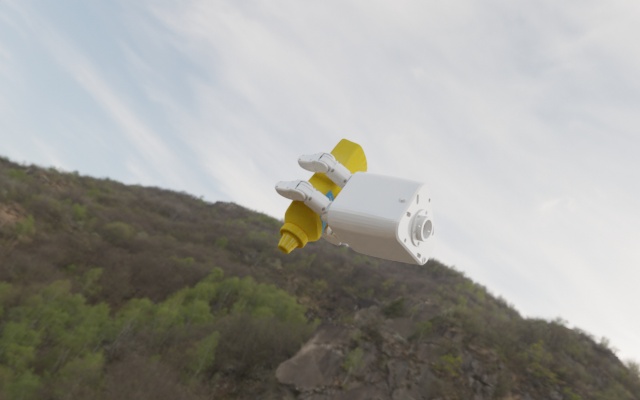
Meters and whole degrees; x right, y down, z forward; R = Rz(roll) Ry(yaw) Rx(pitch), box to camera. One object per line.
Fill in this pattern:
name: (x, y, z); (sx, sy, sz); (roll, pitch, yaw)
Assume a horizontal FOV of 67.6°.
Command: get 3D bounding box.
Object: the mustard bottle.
mustard bottle: (0.000, 0.002, 0.702); (0.058, 0.191, 0.096); (26, -31, 19)
